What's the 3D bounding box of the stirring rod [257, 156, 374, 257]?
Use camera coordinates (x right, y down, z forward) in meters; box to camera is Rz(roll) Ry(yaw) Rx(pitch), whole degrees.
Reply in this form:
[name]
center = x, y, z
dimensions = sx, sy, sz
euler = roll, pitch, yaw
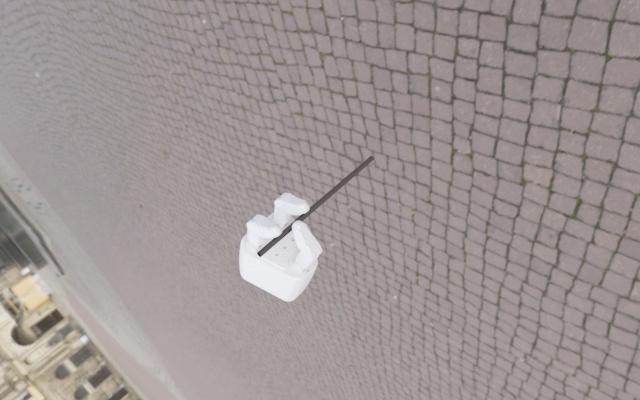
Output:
[stirring rod]
center = 0.000, 0.002, 0.674
dimensions = 0.239, 0.011, 0.011
euler = -40, 23, -30
